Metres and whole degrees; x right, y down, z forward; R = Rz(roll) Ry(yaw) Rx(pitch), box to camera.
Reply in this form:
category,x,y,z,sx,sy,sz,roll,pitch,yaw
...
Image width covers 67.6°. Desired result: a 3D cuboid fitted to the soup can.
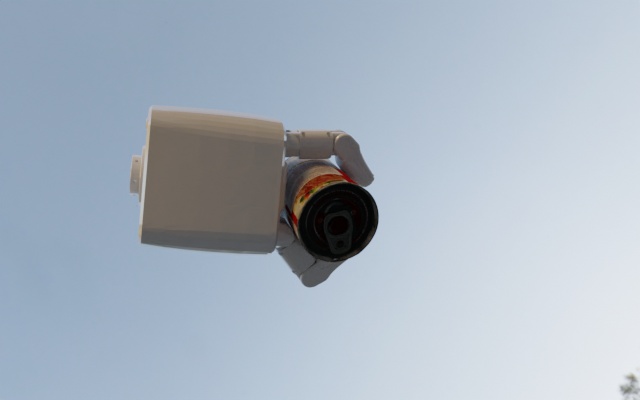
category,x,y,z,sx,sy,sz,roll,pitch,yaw
soup can,0.000,0.001,0.420,0.068,0.068,0.102,0,20,-18
